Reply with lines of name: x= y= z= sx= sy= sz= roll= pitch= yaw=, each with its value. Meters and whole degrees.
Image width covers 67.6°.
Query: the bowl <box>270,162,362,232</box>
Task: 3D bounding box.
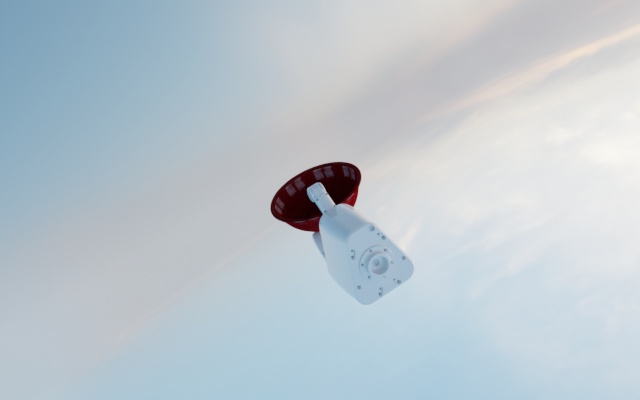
bowl: x=0.000 y=0.002 z=0.799 sx=0.162 sy=0.055 sz=0.162 roll=-18 pitch=32 yaw=12
